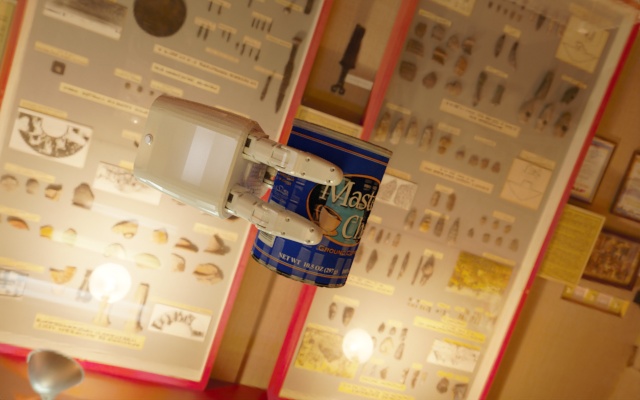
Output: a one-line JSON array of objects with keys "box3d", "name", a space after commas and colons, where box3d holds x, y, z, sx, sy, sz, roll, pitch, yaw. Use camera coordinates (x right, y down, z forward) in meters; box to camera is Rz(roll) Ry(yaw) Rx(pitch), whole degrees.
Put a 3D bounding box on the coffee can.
[{"box3d": [0.000, 0.001, 0.475, 0.103, 0.140, 0.103, 19, 7, -2], "name": "coffee can"}]
